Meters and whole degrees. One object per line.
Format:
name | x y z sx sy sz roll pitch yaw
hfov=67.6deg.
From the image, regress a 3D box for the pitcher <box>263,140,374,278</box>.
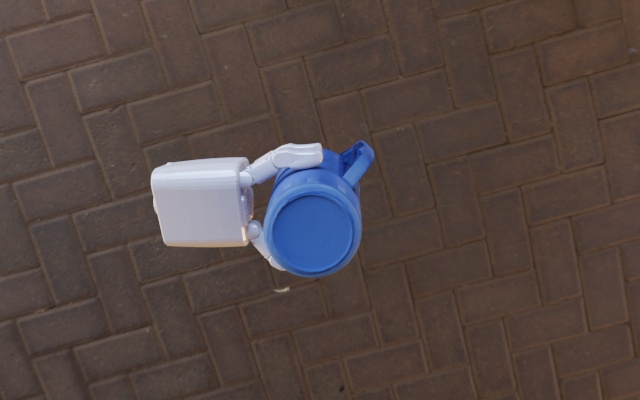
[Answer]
pitcher | 0.000 0.002 0.625 0.145 0.149 0.242 1 12 0
